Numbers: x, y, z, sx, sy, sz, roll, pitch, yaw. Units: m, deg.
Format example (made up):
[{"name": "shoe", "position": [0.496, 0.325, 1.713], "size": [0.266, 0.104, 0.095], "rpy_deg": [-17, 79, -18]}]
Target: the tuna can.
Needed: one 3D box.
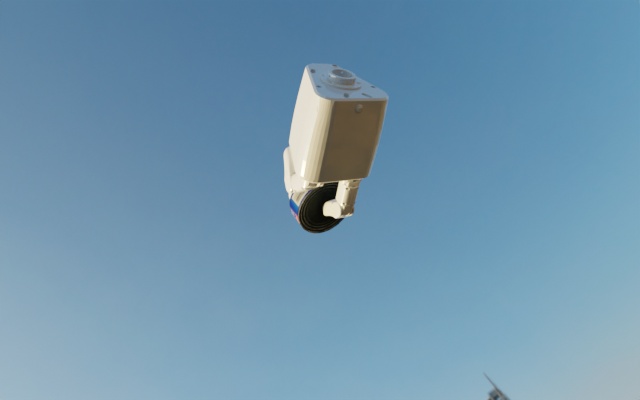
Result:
[{"name": "tuna can", "position": [0.000, 0.002, 0.675], "size": [0.086, 0.086, 0.033], "rpy_deg": [0, 32, -35]}]
